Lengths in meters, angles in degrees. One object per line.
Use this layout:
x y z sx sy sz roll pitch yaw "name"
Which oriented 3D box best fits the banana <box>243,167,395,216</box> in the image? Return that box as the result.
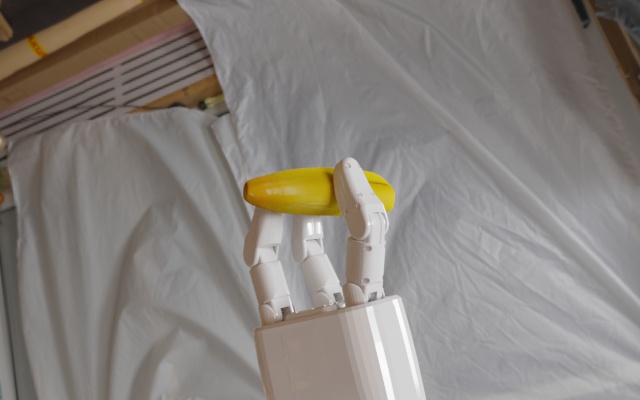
0.018 -0.003 0.396 0.069 0.037 0.198 -15 -9 25 "banana"
